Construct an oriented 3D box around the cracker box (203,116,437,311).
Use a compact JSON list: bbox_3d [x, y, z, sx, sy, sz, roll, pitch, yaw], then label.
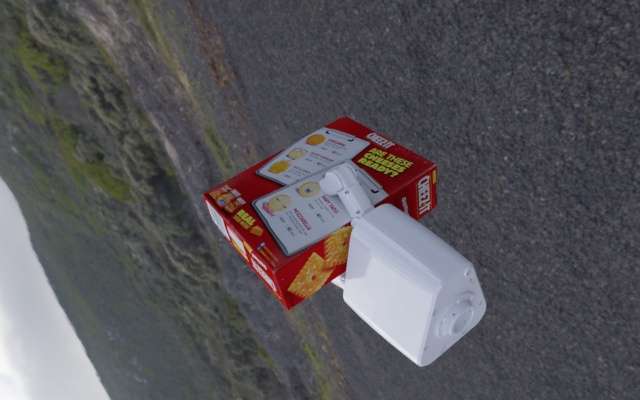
[{"bbox_3d":[0.000,0.002,0.548,0.213,0.072,0.164,-31,44,-21],"label":"cracker box"}]
